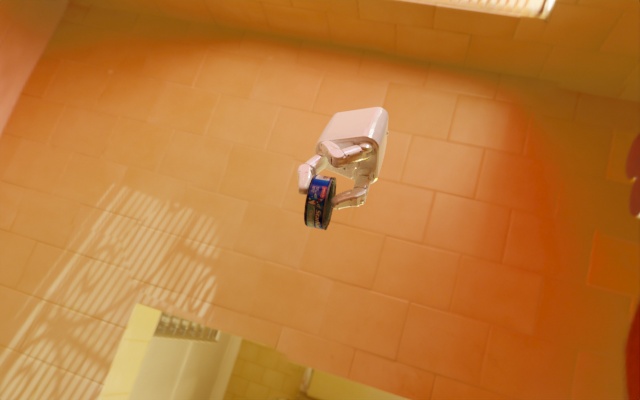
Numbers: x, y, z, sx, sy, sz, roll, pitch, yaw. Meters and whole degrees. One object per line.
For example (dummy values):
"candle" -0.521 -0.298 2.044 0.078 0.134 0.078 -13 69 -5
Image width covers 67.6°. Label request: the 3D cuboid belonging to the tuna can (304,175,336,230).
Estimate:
"tuna can" 0.000 0.002 0.759 0.034 0.086 0.086 10 2 9
